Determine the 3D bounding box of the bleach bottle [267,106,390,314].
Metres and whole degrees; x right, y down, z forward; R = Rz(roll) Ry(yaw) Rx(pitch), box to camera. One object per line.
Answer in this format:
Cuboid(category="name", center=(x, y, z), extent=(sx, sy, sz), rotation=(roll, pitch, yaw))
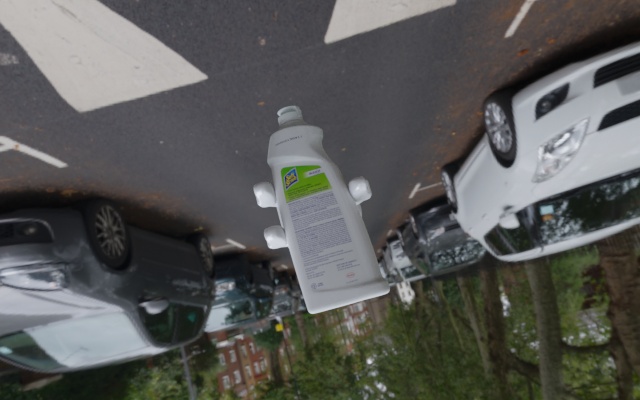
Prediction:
Cuboid(category="bleach bottle", center=(0.000, 0.002, 0.580), extent=(0.102, 0.250, 0.068), rotation=(-16, -11, 4))
